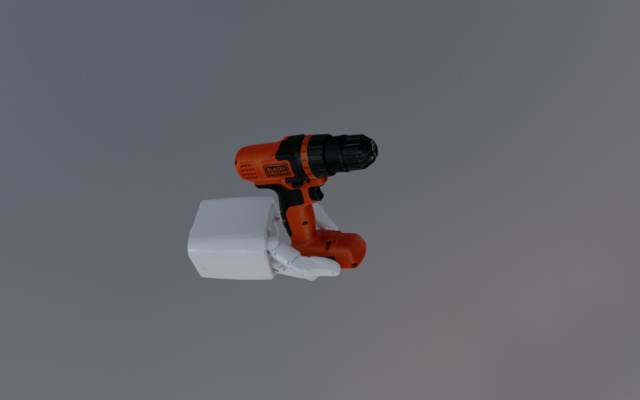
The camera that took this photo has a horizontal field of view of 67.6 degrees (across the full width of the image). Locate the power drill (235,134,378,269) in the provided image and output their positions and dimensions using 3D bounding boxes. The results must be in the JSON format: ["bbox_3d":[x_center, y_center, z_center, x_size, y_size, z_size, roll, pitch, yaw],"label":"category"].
[{"bbox_3d":[0.000,0.002,0.607,0.184,0.188,0.057,-2,35,27],"label":"power drill"}]
